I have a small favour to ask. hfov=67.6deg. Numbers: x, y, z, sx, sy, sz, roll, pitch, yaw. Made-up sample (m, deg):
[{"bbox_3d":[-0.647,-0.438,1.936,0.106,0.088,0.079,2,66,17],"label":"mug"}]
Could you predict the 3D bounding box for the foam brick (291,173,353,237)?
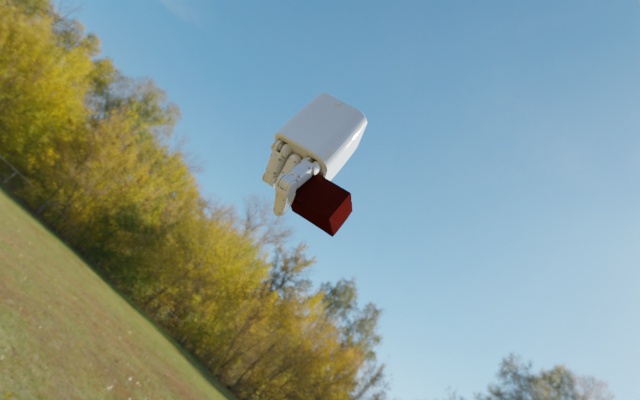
[{"bbox_3d":[0.000,0.002,0.674,0.078,0.051,0.053,32,-24,23],"label":"foam brick"}]
